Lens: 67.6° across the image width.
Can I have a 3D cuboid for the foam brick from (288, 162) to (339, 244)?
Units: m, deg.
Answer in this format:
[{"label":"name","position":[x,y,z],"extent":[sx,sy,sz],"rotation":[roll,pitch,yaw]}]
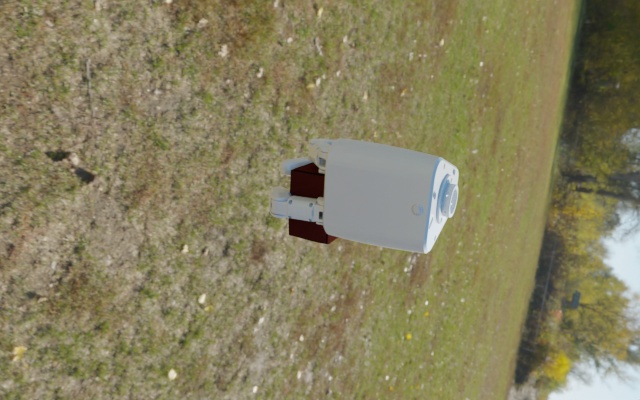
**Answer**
[{"label":"foam brick","position":[0.000,0.002,0.529],"extent":[0.051,0.078,0.053],"rotation":[12,20,26]}]
